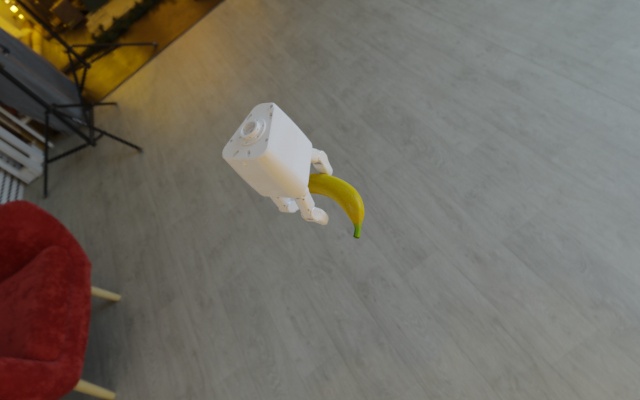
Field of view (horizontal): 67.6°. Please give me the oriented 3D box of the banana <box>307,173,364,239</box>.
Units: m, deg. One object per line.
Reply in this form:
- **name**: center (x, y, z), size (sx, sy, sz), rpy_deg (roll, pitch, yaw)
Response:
- **banana**: center (0.014, -0.010, 0.829), size (0.197, 0.069, 0.037), rpy_deg (35, -5, 42)
